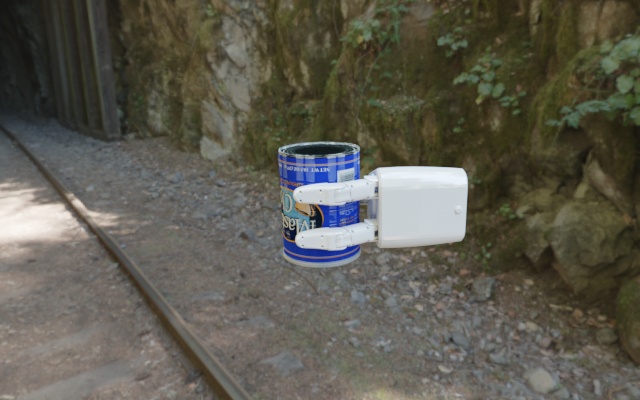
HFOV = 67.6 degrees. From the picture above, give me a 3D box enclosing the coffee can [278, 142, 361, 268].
[{"bbox_3d":[0.000,0.002,0.613,0.103,0.140,0.102,-2,16,0],"label":"coffee can"}]
